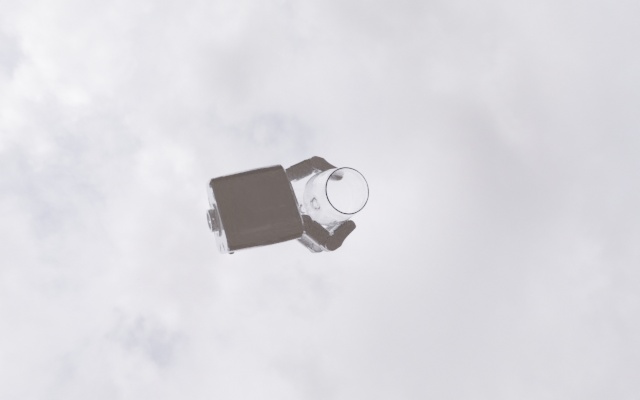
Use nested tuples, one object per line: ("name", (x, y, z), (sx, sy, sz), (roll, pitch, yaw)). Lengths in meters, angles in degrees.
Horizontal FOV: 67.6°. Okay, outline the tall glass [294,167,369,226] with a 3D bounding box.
("tall glass", (0.000, 0.002, 0.700), (0.079, 0.079, 0.201), (0, -9, -21))
